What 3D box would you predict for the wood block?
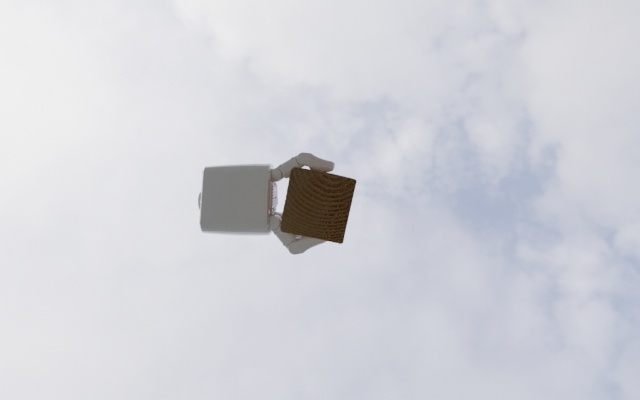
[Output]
[{"bbox_3d":[0.000,0.002,0.733,0.090,0.091,0.206,11,3,1],"label":"wood block"}]
